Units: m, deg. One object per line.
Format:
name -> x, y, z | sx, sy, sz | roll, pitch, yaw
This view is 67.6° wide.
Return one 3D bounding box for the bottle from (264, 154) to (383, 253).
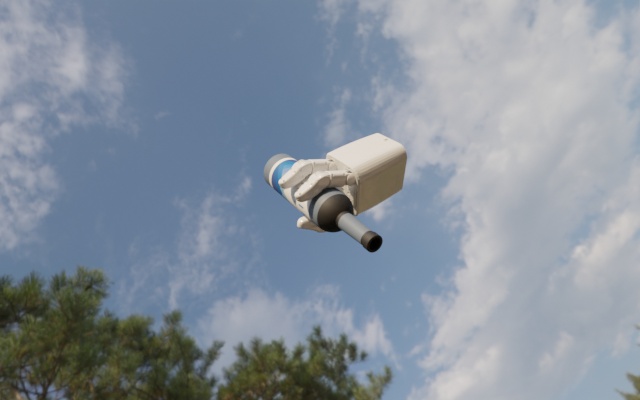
bottle -> 0.000, 0.002, 0.774 | 0.069, 0.069, 0.295 | 0, 23, -34
